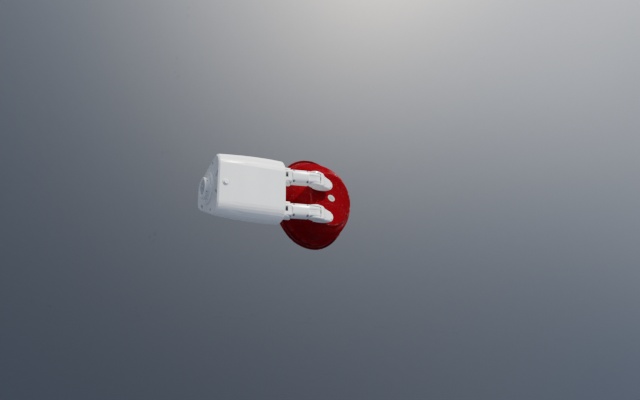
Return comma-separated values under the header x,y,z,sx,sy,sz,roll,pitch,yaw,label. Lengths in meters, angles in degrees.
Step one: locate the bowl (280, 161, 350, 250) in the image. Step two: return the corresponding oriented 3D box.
x,y,z,sx,sy,sz,roll,pitch,yaw,label
0.001,0.003,0.830,0.162,0.162,0.055,0,-11,-42,bowl
